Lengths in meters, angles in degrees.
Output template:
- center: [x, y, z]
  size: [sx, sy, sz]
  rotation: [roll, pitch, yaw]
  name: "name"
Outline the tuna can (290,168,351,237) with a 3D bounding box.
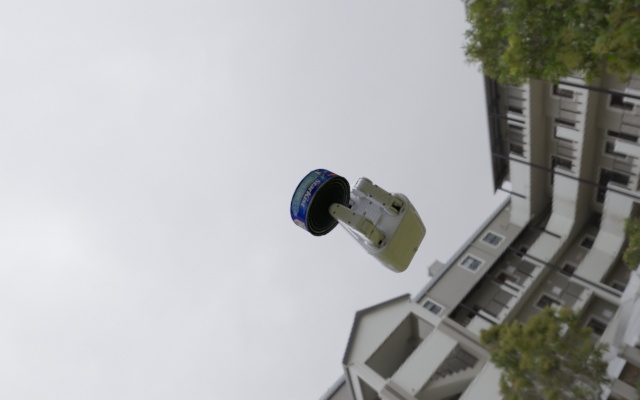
- center: [0.000, 0.002, 0.626]
  size: [0.033, 0.086, 0.086]
  rotation: [28, 16, 33]
  name: "tuna can"
